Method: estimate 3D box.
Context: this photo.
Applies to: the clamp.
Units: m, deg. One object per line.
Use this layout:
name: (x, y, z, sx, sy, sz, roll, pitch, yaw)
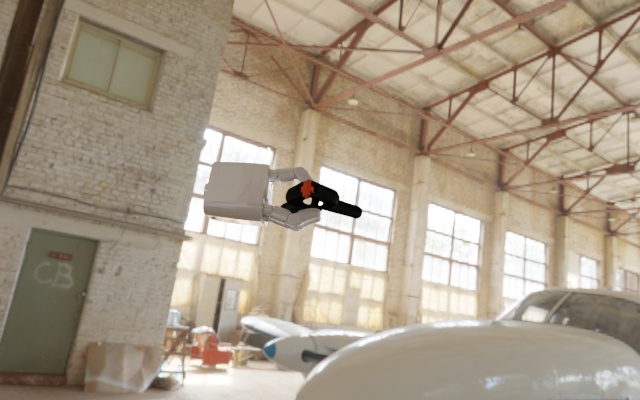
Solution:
clamp: (0.000, 0.002, 0.867, 0.164, 0.036, 0.210, 2, -12, 1)
